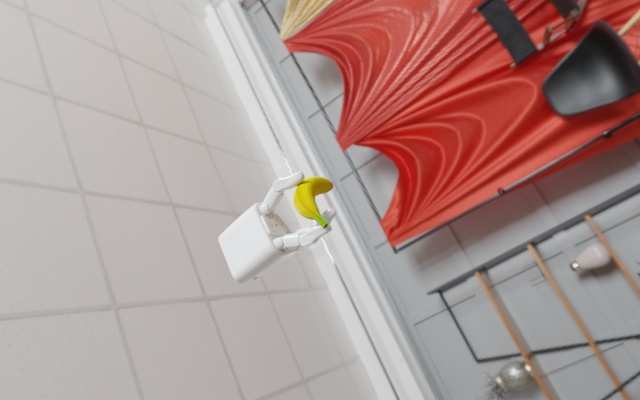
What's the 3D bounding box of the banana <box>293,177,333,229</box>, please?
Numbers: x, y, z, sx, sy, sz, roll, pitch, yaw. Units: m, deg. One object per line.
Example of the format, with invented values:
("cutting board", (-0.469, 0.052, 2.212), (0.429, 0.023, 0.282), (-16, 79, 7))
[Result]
("banana", (-0.014, -0.008, 0.856), (0.037, 0.069, 0.197), (-44, 13, 20))
